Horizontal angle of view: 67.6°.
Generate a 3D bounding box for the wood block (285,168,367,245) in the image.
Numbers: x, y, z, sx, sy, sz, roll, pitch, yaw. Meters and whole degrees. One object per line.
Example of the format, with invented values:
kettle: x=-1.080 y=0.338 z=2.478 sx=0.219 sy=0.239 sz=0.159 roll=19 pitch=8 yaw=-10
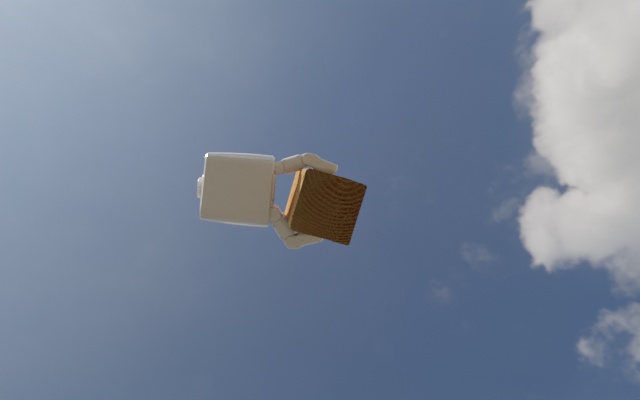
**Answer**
wood block: x=0.000 y=0.002 z=0.757 sx=0.090 sy=0.091 sz=0.206 roll=16 pitch=2 yaw=-7
